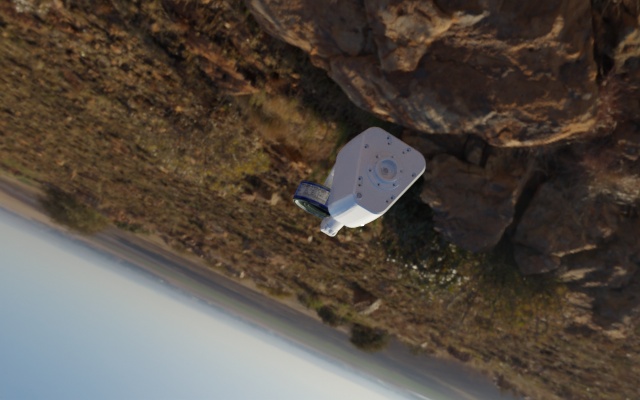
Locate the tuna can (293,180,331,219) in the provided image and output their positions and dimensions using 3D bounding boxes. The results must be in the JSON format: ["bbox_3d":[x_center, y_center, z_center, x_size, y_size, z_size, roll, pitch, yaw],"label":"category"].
[{"bbox_3d":[0.000,0.003,0.759,0.086,0.033,0.086,24,-12,6],"label":"tuna can"}]
